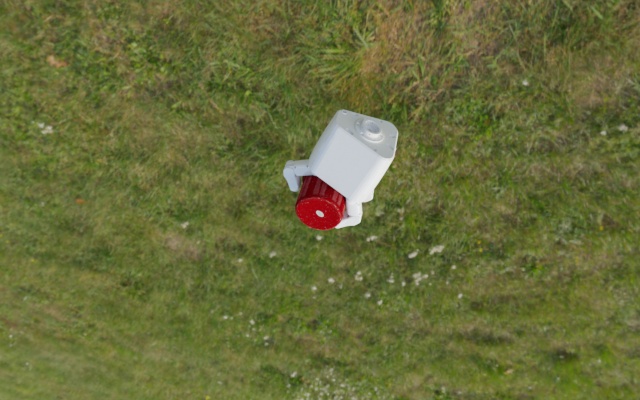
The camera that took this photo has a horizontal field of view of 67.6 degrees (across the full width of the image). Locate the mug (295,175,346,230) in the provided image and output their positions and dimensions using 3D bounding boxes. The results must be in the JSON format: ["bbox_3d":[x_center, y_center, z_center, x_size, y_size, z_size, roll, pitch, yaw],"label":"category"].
[{"bbox_3d":[-0.001,0.004,0.824,0.093,0.081,0.117,24,-44,-7],"label":"mug"}]
